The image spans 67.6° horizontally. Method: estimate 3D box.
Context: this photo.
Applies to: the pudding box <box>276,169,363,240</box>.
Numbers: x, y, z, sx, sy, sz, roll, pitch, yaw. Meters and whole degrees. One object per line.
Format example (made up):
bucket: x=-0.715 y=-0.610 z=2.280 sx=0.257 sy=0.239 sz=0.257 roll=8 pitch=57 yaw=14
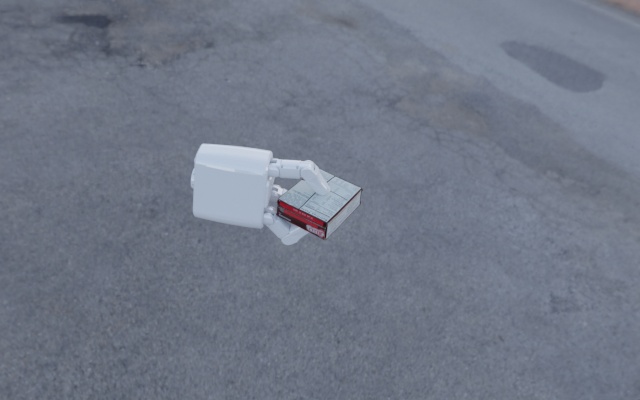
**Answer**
pudding box: x=0.000 y=0.002 z=0.732 sx=0.090 sy=0.039 sz=0.113 roll=26 pitch=43 yaw=21
